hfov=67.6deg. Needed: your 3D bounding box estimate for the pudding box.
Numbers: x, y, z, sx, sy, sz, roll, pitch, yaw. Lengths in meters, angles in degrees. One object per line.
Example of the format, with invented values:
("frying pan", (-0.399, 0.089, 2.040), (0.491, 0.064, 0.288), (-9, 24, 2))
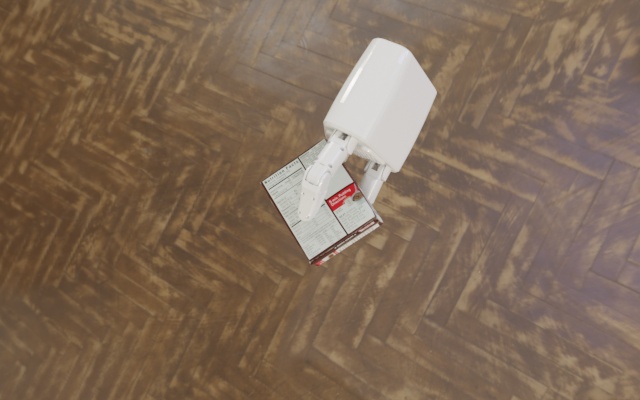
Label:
("pudding box", (0.000, 0.002, 0.523), (0.090, 0.113, 0.039), (-34, -20, 5))
